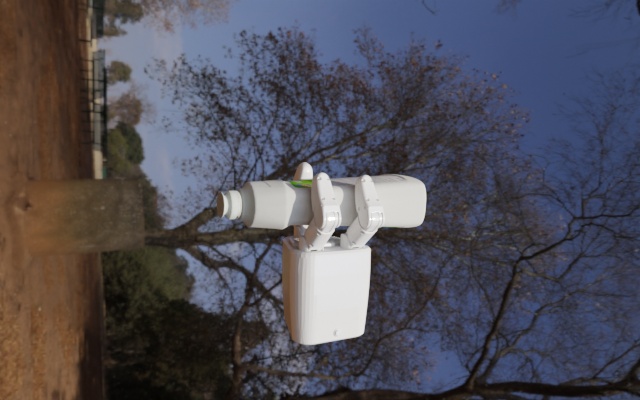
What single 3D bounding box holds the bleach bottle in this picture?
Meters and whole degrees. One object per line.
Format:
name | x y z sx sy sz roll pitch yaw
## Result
bleach bottle | 0.000 0.002 0.573 0.251 0.068 0.102 -1 7 -28
